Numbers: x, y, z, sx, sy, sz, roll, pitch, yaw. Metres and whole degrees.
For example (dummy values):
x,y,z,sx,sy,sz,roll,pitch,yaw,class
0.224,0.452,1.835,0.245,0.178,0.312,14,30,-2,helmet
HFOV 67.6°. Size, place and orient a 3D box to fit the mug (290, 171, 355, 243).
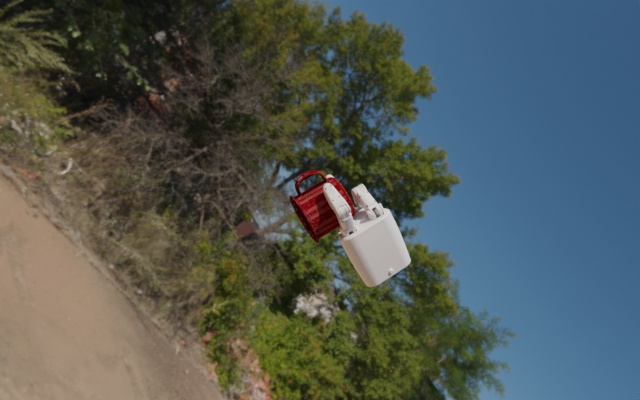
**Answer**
x,y,z,sx,sy,sz,roll,pitch,yaw,class
0.000,0.001,0.810,0.081,0.117,0.093,-31,20,-10,mug
